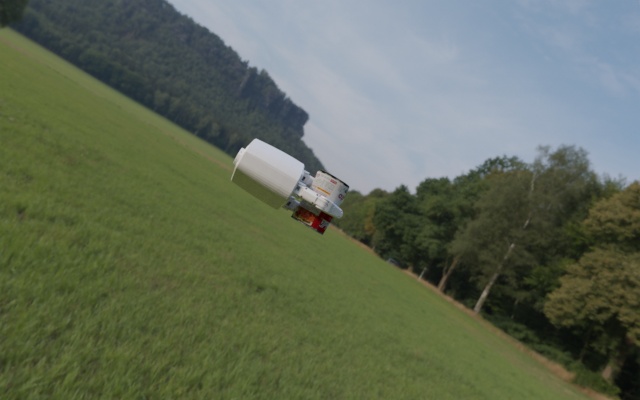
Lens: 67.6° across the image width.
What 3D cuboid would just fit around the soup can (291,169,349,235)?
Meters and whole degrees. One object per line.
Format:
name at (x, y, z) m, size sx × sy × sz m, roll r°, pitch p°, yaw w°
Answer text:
soup can at (0.001, 0.003, 0.875) m, size 0.068 × 0.102 × 0.068 m, roll 30°, pitch -3°, yaw 2°
